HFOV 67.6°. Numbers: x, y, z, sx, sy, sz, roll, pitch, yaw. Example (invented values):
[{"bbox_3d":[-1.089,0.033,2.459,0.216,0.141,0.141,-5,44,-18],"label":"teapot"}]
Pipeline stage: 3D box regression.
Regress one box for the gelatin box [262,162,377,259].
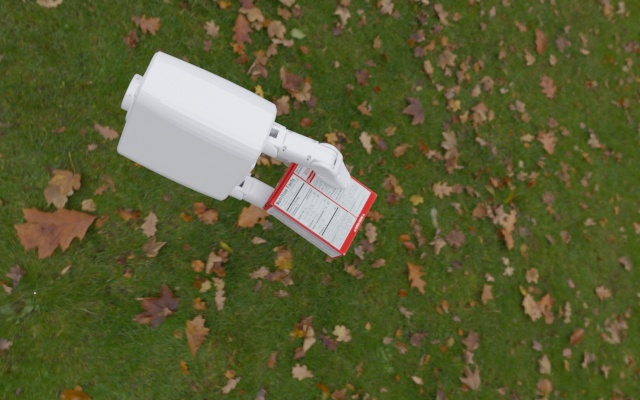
[{"bbox_3d":[0.001,0.002,0.463,0.089,0.073,0.030,35,-23,-11],"label":"gelatin box"}]
